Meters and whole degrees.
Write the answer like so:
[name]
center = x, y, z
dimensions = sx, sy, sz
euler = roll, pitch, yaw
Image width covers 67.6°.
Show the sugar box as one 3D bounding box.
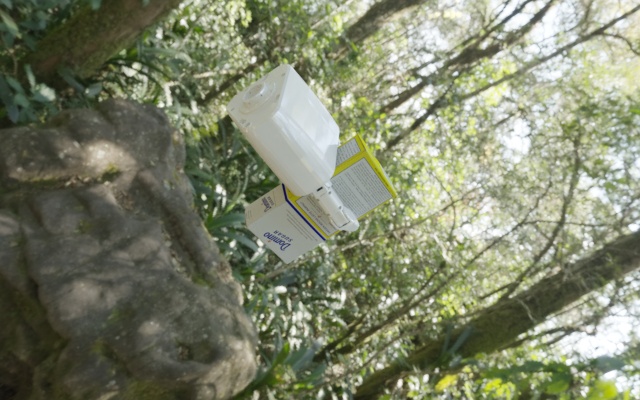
[sugar box]
center = 0.000, 0.002, 0.610
dimensions = 0.176, 0.048, 0.093
euler = -30, -52, 13
